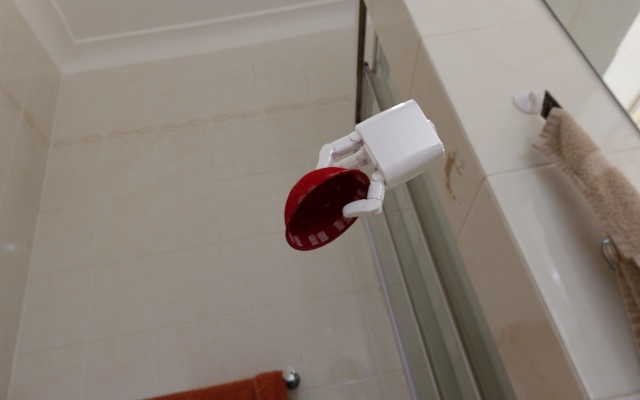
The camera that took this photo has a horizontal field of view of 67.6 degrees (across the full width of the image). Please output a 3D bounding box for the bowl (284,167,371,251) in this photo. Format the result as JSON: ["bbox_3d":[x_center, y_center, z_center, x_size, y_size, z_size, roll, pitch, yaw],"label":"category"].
[{"bbox_3d":[-0.001,0.003,0.749,0.162,0.162,0.055,0,38,-47],"label":"bowl"}]
